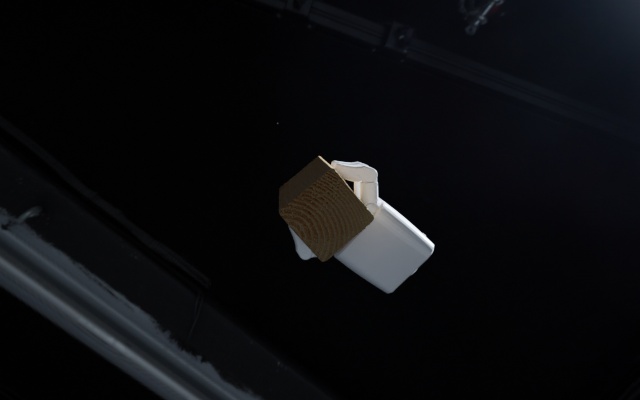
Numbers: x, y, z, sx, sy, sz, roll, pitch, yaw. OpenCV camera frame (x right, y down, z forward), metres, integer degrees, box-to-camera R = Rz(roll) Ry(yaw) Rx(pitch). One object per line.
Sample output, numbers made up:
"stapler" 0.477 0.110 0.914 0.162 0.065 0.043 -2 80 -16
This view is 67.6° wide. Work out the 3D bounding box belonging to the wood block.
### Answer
"wood block" 0.000 0.003 0.698 0.091 0.090 0.206 -40 10 2
